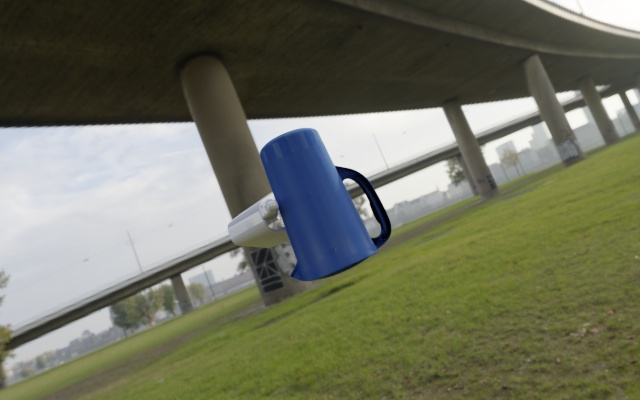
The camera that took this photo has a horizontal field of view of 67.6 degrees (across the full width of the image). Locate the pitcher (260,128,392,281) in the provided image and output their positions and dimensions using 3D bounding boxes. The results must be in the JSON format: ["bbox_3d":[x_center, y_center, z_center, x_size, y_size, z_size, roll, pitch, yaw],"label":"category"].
[{"bbox_3d":[0.000,0.003,0.801,0.145,0.243,0.149,-28,-8,40],"label":"pitcher"}]
